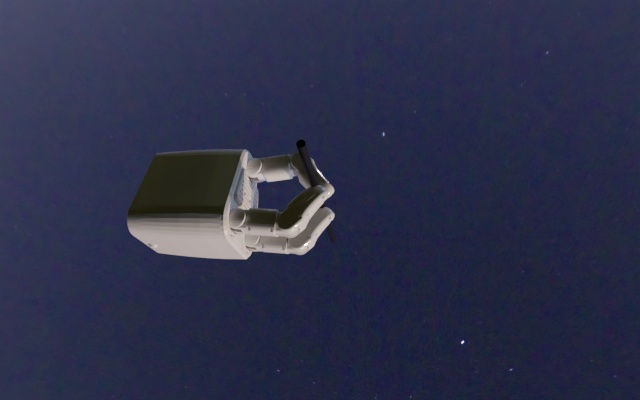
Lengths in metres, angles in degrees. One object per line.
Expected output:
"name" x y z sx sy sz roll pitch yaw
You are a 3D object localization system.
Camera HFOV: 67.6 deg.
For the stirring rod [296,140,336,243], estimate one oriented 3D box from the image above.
"stirring rod" 0.000 0.002 0.507 0.011 0.011 0.240 0 -24 9
